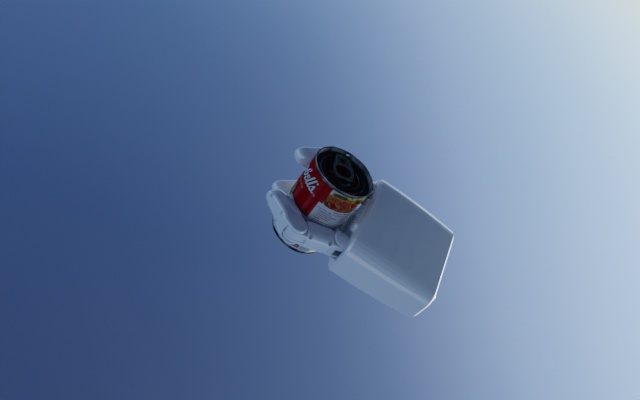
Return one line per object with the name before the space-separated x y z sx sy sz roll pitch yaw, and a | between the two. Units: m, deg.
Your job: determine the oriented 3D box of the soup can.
soup can | -0.001 0.002 0.507 0.068 0.068 0.102 0 -38 -39
